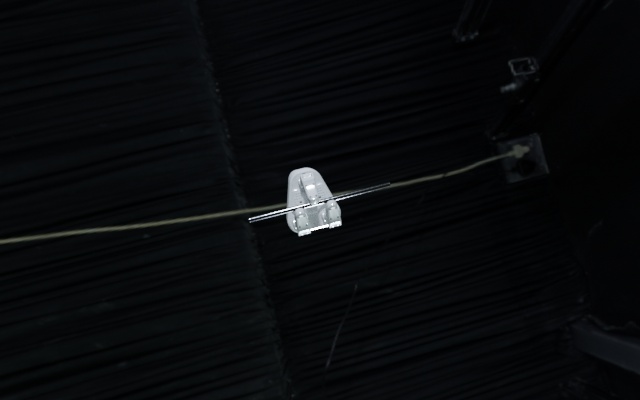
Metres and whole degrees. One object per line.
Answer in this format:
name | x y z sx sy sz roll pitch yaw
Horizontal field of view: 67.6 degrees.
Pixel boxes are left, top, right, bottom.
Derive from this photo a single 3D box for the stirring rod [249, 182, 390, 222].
stirring rod | 0.000 0.003 0.791 0.239 0.011 0.011 -14 1 -5
